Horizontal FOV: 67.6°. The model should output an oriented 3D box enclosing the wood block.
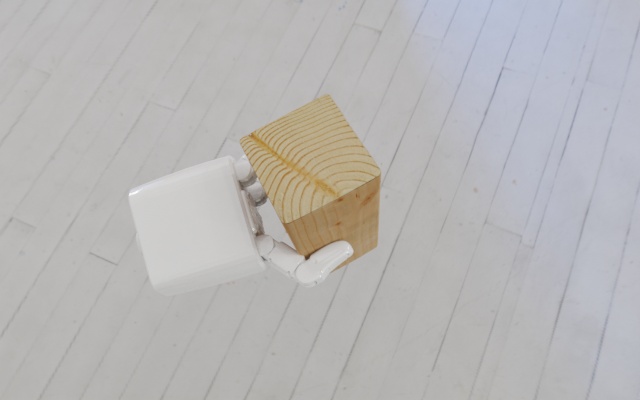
[{"bbox_3d":[0.000,0.002,0.481,0.090,0.090,0.206,-28,-21,-5],"label":"wood block"}]
